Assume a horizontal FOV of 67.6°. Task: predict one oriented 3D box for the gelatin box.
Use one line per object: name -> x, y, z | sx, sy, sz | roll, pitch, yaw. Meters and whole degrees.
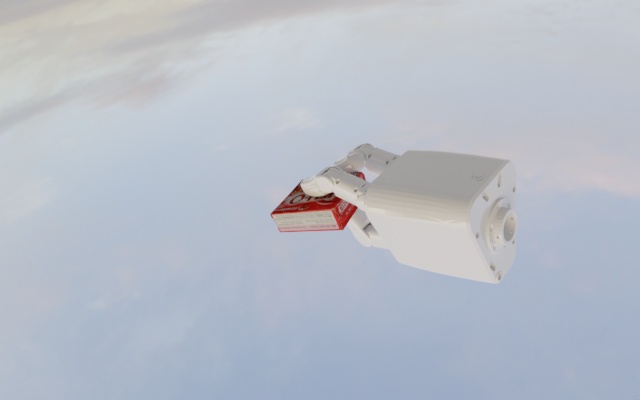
gelatin box -> 0.000, 0.002, 0.531 | 0.089, 0.030, 0.073 | -6, 31, 37
